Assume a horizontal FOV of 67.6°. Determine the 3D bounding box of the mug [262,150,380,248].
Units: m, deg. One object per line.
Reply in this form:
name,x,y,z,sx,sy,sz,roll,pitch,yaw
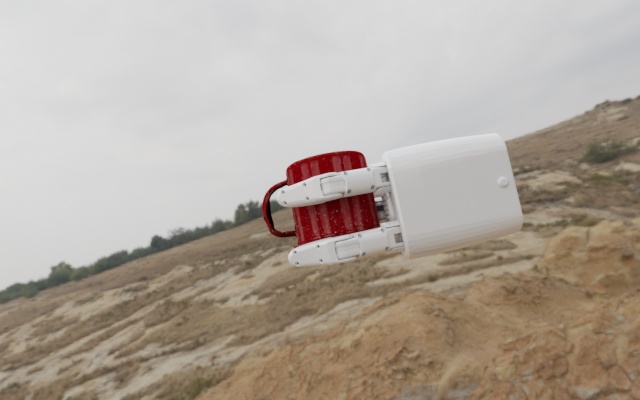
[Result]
mug,-0.001,0.002,0.474,0.117,0.081,0.093,-11,-6,0
